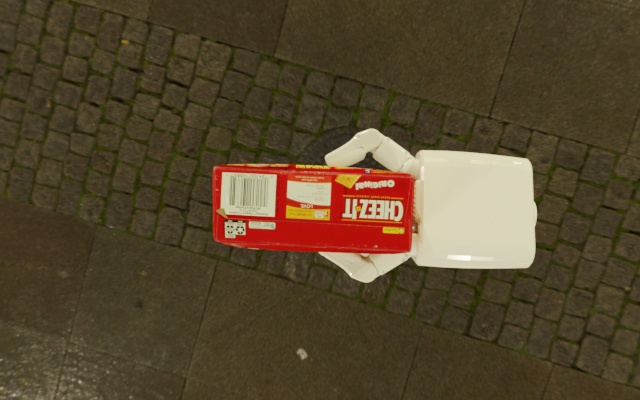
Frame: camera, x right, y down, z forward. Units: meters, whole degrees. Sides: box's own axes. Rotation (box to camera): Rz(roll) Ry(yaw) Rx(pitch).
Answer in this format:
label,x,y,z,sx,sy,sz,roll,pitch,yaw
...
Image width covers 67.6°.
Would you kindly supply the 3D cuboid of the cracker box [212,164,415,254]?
label,x,y,z,sx,sy,sz,roll,pitch,yaw
cracker box,0.000,0.001,0.484,0.164,0.072,0.213,2,3,4
